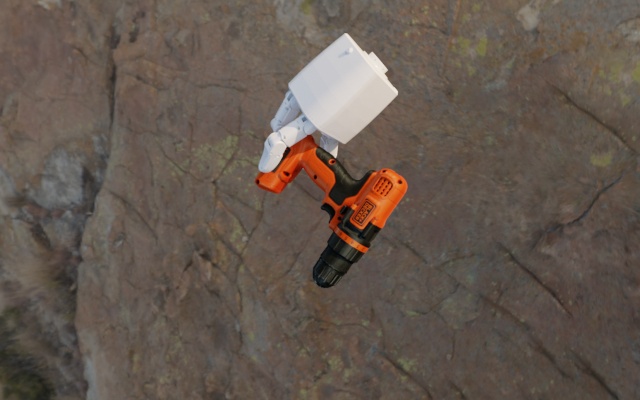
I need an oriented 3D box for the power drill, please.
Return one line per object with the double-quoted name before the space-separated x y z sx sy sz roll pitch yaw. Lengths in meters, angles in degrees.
"power drill" 0.000 0.002 0.665 0.187 0.184 0.057 37 5 19
